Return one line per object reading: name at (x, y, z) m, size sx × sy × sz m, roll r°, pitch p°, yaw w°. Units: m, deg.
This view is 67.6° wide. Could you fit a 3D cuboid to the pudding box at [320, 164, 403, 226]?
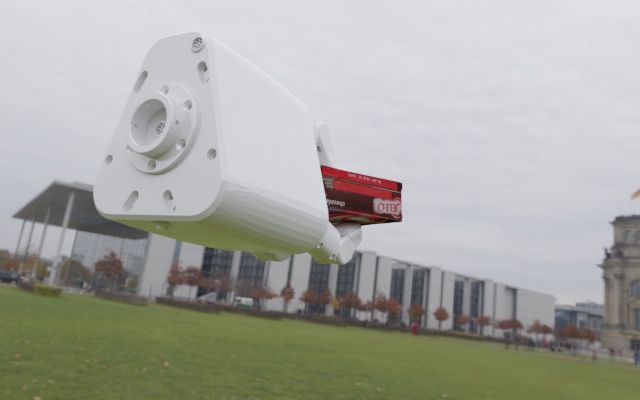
pudding box at (0.000, 0.001, 0.408) m, size 0.090 × 0.039 × 0.113 m, roll 11°, pitch -11°, yaw -34°
